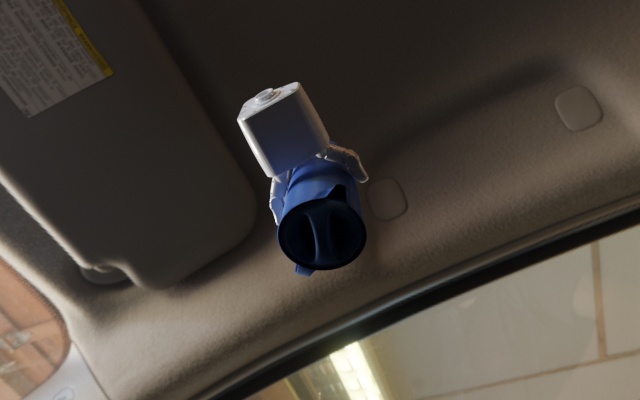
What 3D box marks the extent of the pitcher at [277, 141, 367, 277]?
[{"bbox_3d":[0.000,0.002,0.811,0.149,0.145,0.242,-23,28,15],"label":"pitcher"}]
